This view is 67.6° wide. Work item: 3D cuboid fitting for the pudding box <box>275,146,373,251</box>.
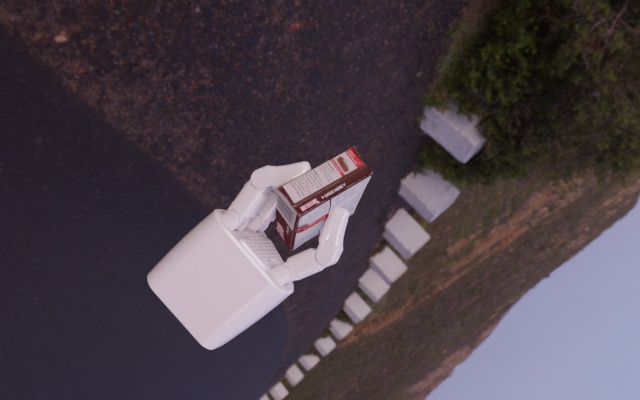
[{"bbox_3d":[0.000,0.002,0.498,0.090,0.039,0.113,-31,-14,-18],"label":"pudding box"}]
